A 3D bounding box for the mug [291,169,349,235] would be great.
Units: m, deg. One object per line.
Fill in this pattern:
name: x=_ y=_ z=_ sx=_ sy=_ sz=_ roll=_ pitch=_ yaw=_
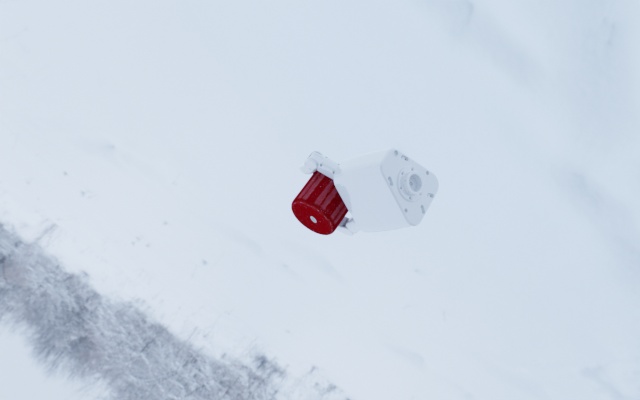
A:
mug: x=-0.001 y=0.003 z=0.774 sx=0.093 sy=0.081 sz=0.117 roll=46 pitch=-29 yaw=-18
